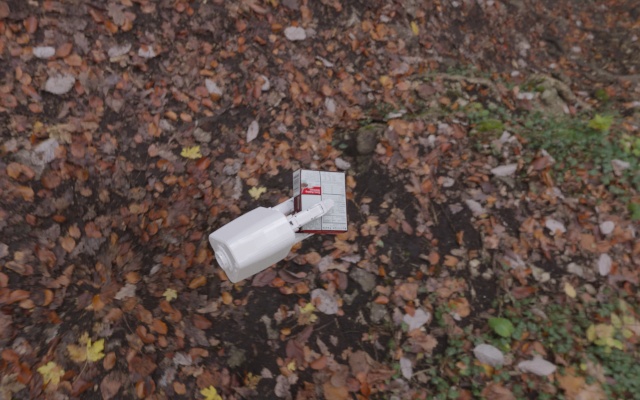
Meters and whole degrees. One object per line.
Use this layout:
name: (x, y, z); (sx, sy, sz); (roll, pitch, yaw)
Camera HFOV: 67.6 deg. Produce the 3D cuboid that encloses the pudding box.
pudding box: (0.000, 0.003, 0.844); (0.090, 0.113, 0.039); (3, -11, -23)
